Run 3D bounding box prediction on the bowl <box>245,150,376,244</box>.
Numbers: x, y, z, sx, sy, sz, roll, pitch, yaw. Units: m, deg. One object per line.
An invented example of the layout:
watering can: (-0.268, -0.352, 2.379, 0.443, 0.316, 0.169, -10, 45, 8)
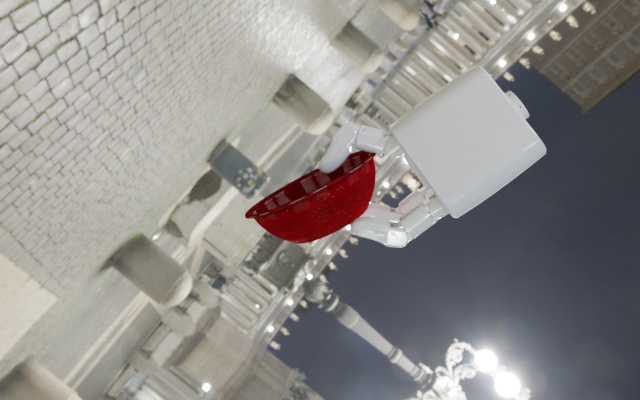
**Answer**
bowl: (-0.001, 0.003, 0.528, 0.162, 0.055, 0.162, -26, 10, 5)
